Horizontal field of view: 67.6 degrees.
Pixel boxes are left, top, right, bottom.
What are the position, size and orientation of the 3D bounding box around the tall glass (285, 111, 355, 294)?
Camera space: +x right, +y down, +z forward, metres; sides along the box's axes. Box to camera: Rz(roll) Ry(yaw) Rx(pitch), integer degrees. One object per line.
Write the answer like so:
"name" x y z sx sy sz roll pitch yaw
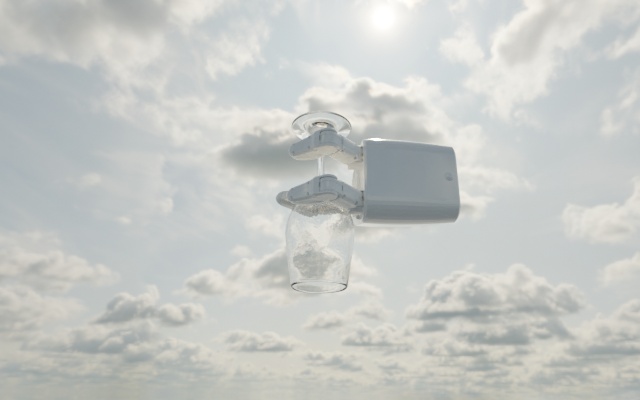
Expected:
"tall glass" 0.000 0.001 0.551 0.079 0.201 0.079 1 -22 0
